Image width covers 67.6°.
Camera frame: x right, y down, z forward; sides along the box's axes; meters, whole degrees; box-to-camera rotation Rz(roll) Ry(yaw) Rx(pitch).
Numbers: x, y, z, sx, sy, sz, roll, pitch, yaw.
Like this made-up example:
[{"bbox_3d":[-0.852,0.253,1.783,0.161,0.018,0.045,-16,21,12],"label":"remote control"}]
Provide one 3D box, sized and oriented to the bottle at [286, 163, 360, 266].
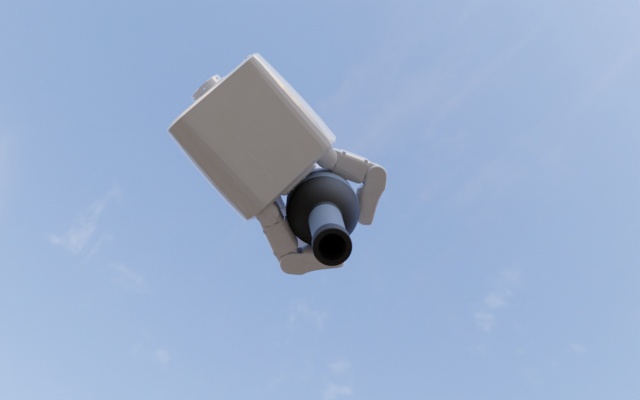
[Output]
[{"bbox_3d":[0.000,0.002,0.465,0.069,0.069,0.295,0,12,-3],"label":"bottle"}]
